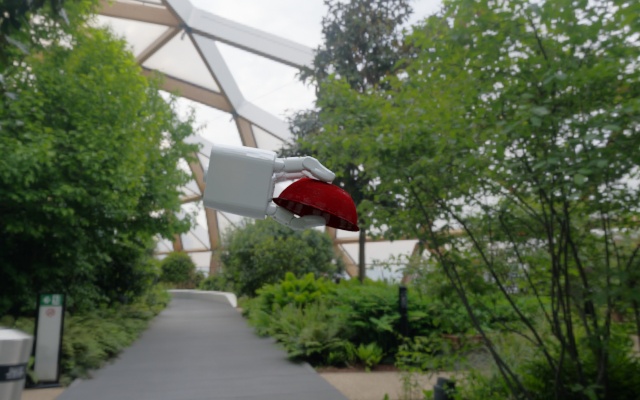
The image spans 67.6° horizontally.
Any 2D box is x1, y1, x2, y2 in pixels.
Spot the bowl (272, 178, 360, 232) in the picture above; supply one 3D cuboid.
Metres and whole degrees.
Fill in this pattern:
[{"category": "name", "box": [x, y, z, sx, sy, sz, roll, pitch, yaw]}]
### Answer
[{"category": "bowl", "box": [0.001, 0.003, 0.834, 0.162, 0.055, 0.162, 19, -10, 4]}]
